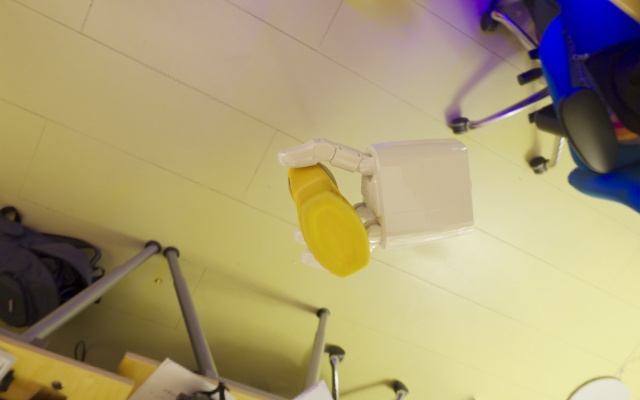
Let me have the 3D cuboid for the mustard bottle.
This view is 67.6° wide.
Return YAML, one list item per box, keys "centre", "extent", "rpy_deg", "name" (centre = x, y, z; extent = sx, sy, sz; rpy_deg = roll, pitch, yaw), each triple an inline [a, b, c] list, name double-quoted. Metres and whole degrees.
- centre: [0.000, 0.002, 0.536]
  extent: [0.058, 0.096, 0.191]
  rpy_deg: [-30, 23, 2]
  name: "mustard bottle"
